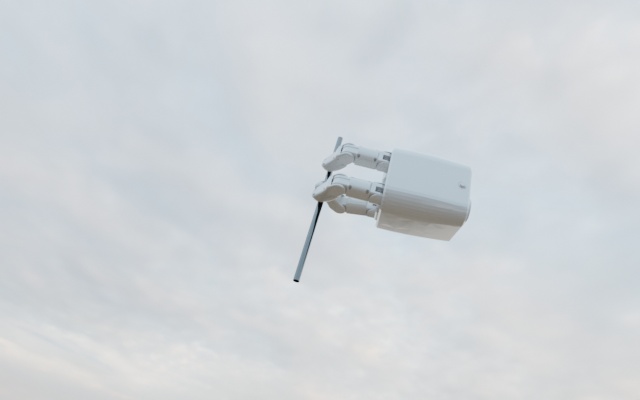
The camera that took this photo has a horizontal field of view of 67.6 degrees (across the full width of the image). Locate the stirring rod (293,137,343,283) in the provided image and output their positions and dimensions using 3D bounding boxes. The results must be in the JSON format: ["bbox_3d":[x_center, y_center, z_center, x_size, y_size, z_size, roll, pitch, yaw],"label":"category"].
[{"bbox_3d":[0.000,0.002,0.639,0.011,0.239,0.011,11,-35,8],"label":"stirring rod"}]
